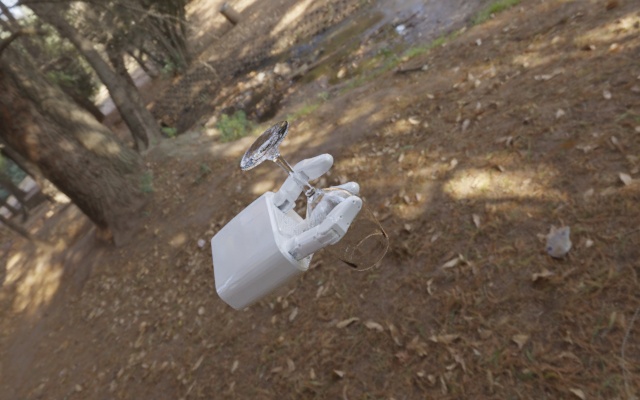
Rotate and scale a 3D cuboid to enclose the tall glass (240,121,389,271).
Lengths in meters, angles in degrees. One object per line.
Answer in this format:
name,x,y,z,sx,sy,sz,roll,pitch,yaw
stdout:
tall glass,0.000,0.001,0.572,0.201,0.079,0.079,45,-23,-25
